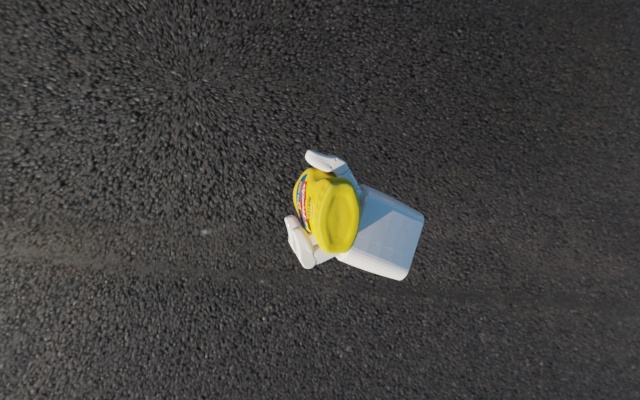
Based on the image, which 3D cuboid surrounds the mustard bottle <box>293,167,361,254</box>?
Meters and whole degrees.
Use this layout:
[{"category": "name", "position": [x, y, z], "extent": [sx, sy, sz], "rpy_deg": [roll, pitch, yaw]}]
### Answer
[{"category": "mustard bottle", "position": [0.000, 0.002, 0.685], "extent": [0.058, 0.096, 0.191], "rpy_deg": [-3, 14, -15]}]
